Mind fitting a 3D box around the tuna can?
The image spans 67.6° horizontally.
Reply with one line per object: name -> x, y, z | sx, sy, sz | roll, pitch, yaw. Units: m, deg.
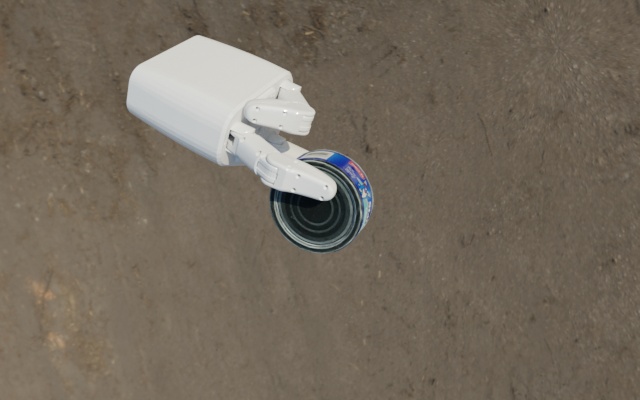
tuna can -> 0.000, 0.002, 0.409 | 0.086, 0.086, 0.033 | 0, 19, 21
